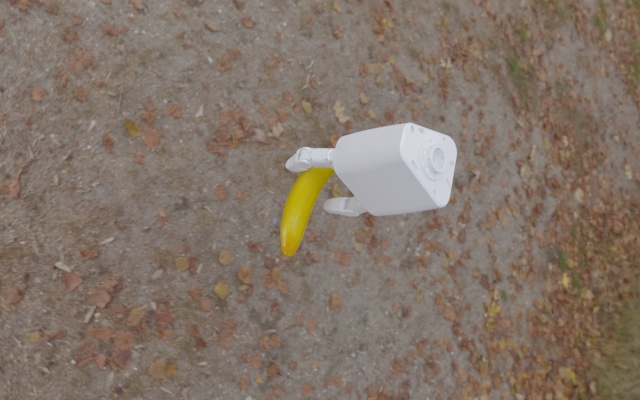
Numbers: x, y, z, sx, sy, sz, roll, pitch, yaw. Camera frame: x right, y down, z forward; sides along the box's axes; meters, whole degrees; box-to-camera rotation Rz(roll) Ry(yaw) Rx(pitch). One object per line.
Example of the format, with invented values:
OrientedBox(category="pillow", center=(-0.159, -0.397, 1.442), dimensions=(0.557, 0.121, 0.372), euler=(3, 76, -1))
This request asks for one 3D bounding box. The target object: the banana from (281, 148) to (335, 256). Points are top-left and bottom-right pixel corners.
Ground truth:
OrientedBox(category="banana", center=(-0.008, -0.014, 0.663), dimensions=(0.037, 0.070, 0.197), euler=(-5, 39, 44))
